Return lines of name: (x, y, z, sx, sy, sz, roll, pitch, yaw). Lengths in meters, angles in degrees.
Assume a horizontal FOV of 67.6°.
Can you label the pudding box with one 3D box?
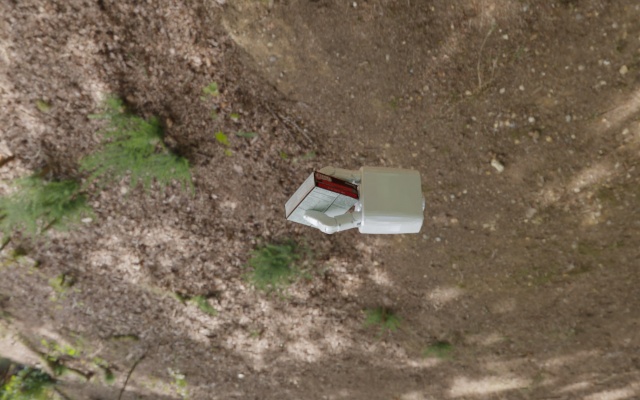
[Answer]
pudding box: (0.000, 0.003, 0.838, 0.090, 0.039, 0.113, 18, -43, -26)
